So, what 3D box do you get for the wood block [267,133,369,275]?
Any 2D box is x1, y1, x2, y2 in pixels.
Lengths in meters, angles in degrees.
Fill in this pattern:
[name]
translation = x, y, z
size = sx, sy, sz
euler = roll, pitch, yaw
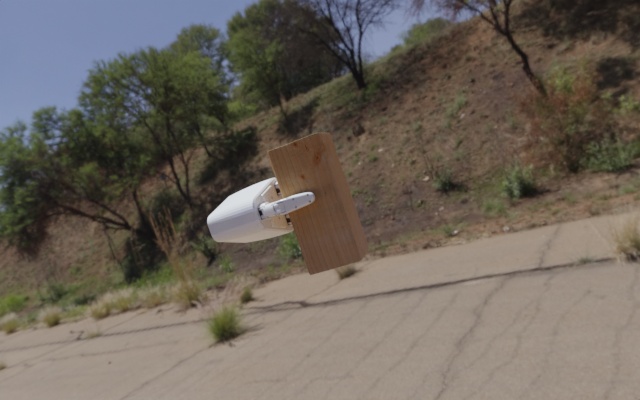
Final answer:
[wood block]
translation = 0.000, 0.003, 0.774
size = 0.090, 0.206, 0.091
euler = -18, 3, 16
